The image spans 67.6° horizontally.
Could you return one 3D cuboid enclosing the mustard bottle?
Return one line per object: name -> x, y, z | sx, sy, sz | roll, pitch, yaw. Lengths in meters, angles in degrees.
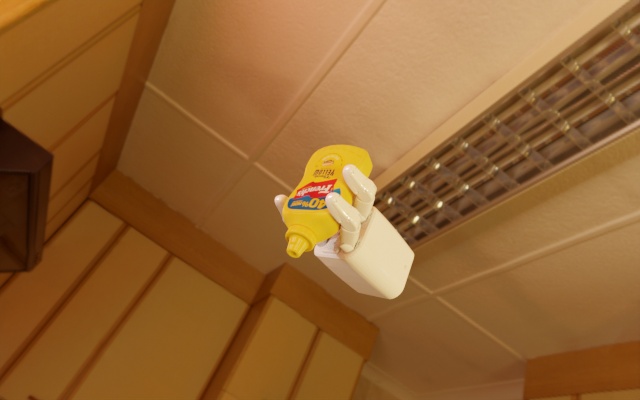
mustard bottle -> 0.000, 0.002, 0.672 | 0.096, 0.058, 0.191 | 3, 46, 29
